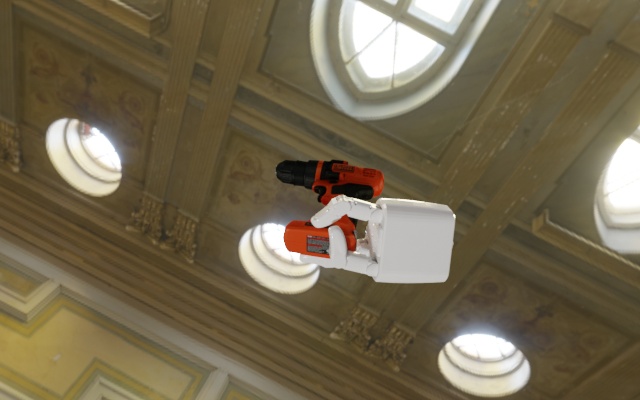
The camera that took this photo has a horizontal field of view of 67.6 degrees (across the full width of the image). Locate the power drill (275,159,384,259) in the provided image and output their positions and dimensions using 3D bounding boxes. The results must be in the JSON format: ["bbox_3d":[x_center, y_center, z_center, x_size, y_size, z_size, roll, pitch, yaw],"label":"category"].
[{"bbox_3d":[0.000,0.003,0.748,0.184,0.057,0.187,6,42,10],"label":"power drill"}]
